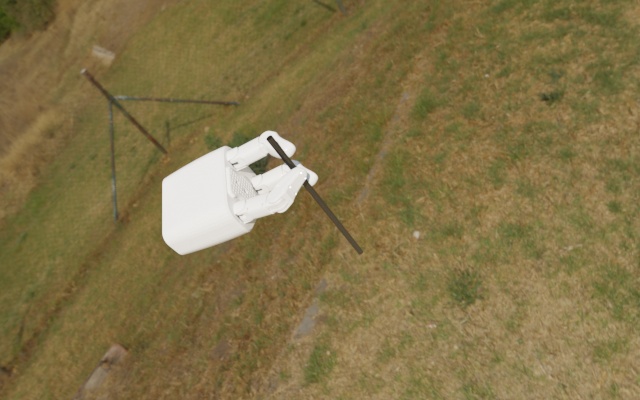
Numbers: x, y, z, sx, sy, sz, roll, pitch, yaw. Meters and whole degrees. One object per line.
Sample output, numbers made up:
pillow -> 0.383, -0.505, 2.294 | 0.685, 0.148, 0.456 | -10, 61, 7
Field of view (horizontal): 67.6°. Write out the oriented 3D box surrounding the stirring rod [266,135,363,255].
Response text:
stirring rod -> 0.000, 0.002, 0.617 | 0.011, 0.011, 0.240 | 0, -37, 38
